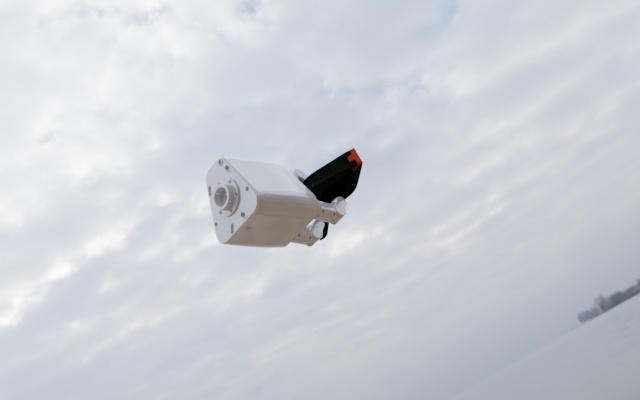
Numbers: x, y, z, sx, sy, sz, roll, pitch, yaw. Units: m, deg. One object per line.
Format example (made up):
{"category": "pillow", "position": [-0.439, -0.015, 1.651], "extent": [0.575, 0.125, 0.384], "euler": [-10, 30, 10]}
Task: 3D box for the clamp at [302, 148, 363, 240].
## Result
{"category": "clamp", "position": [0.000, 0.001, 0.736], "extent": [0.164, 0.036, 0.210], "euler": [7, -44, -49]}
